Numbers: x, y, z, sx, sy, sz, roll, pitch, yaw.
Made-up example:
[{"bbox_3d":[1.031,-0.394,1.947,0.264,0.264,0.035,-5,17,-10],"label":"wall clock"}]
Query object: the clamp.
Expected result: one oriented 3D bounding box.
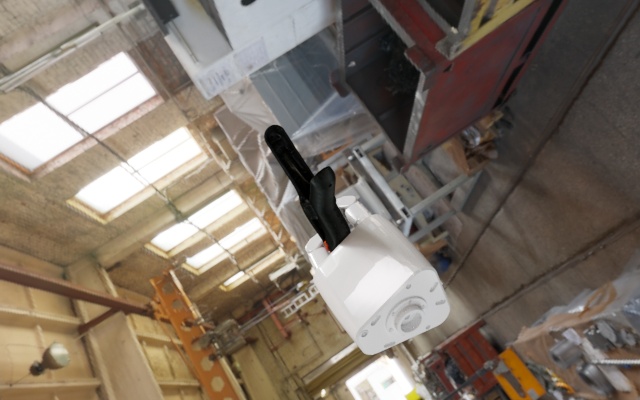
[{"bbox_3d":[0.000,0.002,0.528,0.039,0.172,0.120,-34,36,-6],"label":"clamp"}]
